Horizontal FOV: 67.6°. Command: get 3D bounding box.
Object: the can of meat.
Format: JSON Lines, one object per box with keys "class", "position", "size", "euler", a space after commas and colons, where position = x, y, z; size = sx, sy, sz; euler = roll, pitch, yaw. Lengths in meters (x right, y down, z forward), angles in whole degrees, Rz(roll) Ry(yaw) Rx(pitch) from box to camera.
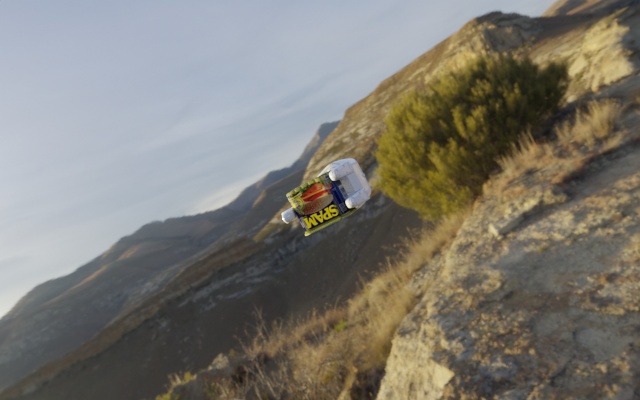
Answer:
{"class": "can of meat", "position": [0.000, 0.003, 0.846], "size": [0.102, 0.084, 0.057], "euler": [-27, 2, 26]}
